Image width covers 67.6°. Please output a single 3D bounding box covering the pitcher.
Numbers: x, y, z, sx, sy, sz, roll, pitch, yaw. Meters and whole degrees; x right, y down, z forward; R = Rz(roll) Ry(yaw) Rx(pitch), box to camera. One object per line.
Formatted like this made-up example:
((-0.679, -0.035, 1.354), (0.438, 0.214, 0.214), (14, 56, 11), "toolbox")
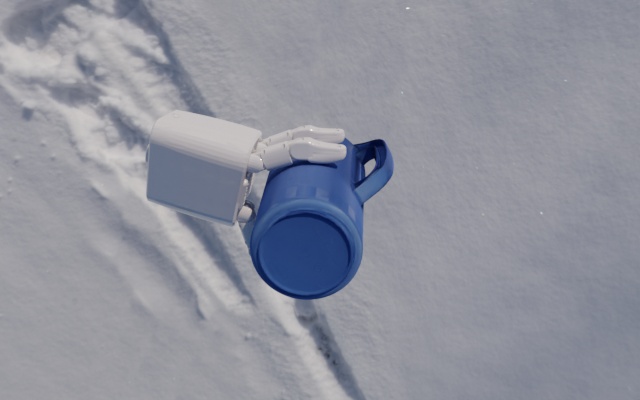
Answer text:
((0.000, 0.002, 0.552), (0.145, 0.149, 0.242), (16, 21, -4), "pitcher")
